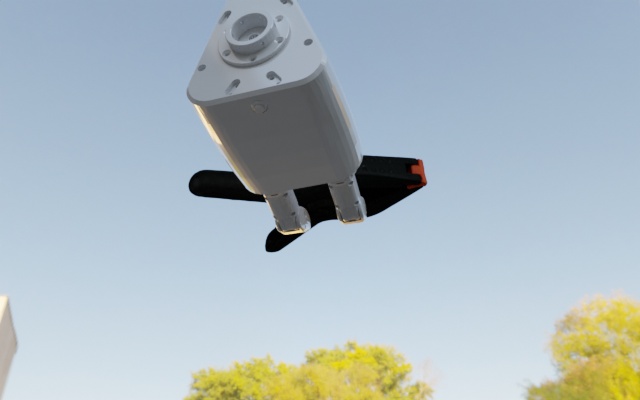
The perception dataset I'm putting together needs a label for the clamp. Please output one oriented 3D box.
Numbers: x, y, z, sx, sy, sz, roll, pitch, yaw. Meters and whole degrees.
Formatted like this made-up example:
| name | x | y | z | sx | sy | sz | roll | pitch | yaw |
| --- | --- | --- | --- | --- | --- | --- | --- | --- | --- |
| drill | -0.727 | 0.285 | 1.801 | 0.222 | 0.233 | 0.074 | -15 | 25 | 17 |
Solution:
| name | x | y | z | sx | sy | sz | roll | pitch | yaw |
| --- | --- | --- | --- | --- | --- | --- | --- | --- | --- |
| clamp | 0.000 | 0.001 | 0.477 | 0.210 | 0.036 | 0.165 | -10 | -29 | 11 |
